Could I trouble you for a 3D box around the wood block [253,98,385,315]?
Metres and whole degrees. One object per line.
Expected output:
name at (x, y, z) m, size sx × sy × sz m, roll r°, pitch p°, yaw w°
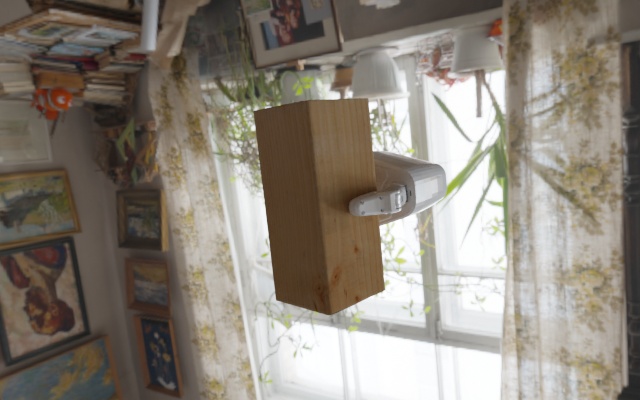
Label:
wood block at (0.001, 0.002, 0.507) m, size 0.090 × 0.206 × 0.091 m, roll -13°, pitch 10°, yaw -42°
